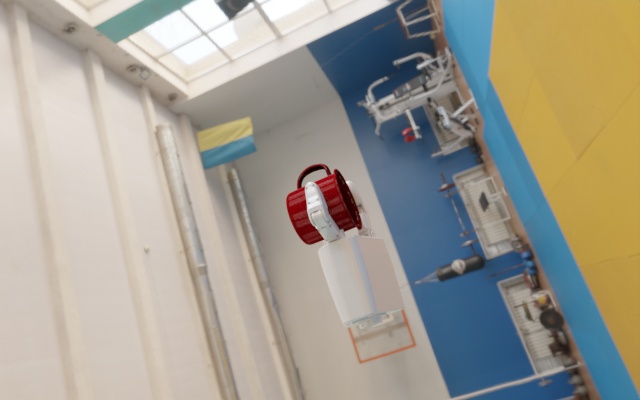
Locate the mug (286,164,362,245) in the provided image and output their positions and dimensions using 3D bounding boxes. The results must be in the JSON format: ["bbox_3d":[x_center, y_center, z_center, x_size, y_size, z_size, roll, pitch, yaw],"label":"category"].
[{"bbox_3d":[-0.001,0.001,0.684,0.081,0.117,0.093,-23,-21,12],"label":"mug"}]
